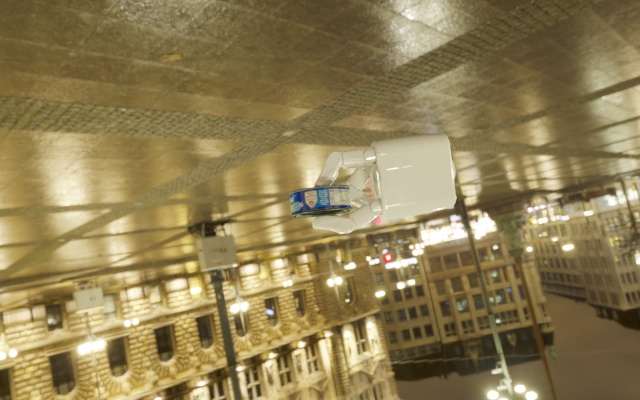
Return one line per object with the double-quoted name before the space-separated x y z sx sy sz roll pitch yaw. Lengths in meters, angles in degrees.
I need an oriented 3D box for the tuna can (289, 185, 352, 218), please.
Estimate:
"tuna can" 0.000 0.003 0.666 0.086 0.033 0.086 -6 -7 -1
